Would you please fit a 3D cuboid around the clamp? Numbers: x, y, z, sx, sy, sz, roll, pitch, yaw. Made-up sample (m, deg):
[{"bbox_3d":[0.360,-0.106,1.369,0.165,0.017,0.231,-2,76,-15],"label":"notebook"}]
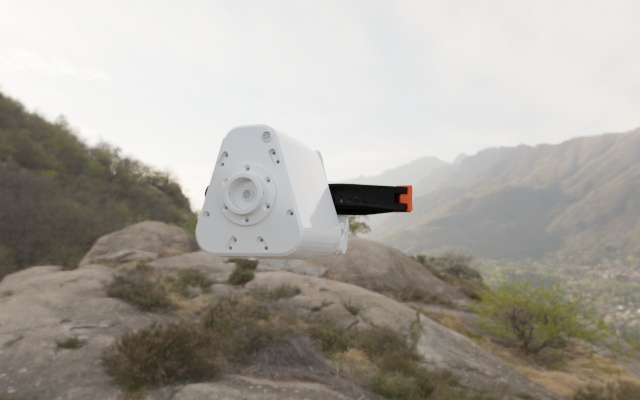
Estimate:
[{"bbox_3d":[0.001,0.001,0.541,0.210,0.036,0.164,-1,-7,17],"label":"clamp"}]
